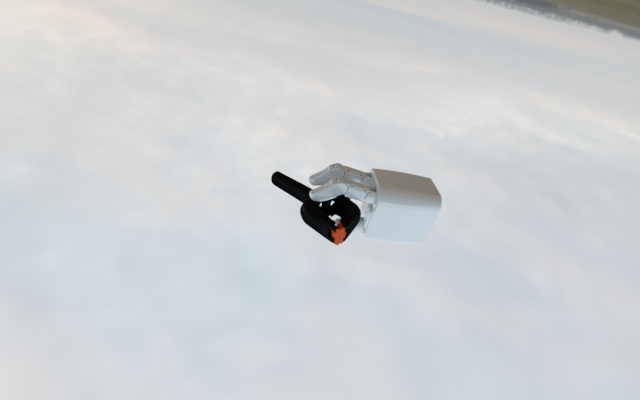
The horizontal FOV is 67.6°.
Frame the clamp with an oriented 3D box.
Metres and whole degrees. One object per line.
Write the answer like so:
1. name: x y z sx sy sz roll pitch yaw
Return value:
1. clamp: 0.000 0.004 0.767 0.164 0.036 0.210 4 27 -5
